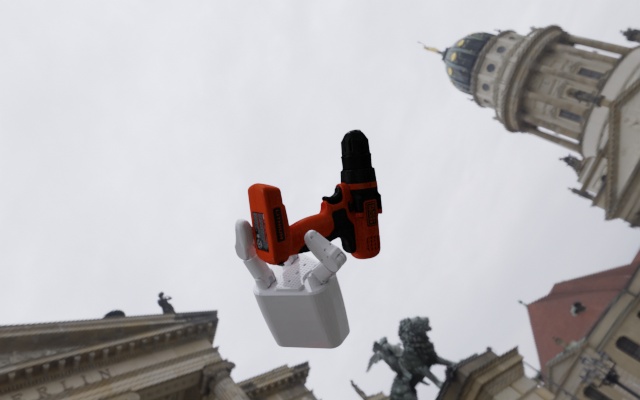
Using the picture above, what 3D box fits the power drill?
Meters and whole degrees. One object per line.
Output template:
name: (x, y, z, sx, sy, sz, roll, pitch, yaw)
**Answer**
power drill: (0.000, 0.002, 0.641, 0.187, 0.184, 0.057, -10, 6, -30)
